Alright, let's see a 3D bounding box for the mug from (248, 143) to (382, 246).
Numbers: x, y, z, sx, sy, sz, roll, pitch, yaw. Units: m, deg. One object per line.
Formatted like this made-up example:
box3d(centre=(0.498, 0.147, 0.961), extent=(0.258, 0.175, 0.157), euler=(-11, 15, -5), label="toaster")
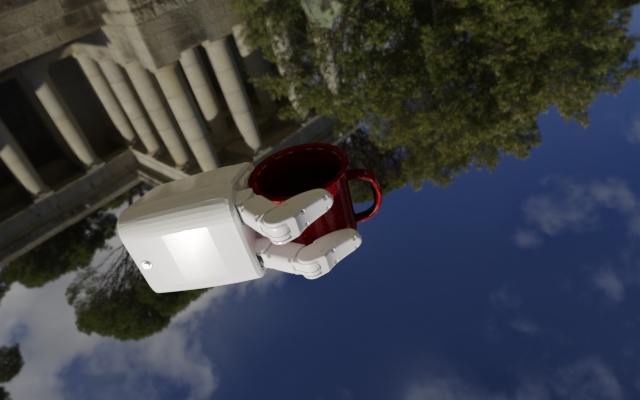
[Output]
box3d(centre=(0.002, 0.001, 0.450), extent=(0.117, 0.082, 0.093), euler=(-11, 34, 7), label="mug")
